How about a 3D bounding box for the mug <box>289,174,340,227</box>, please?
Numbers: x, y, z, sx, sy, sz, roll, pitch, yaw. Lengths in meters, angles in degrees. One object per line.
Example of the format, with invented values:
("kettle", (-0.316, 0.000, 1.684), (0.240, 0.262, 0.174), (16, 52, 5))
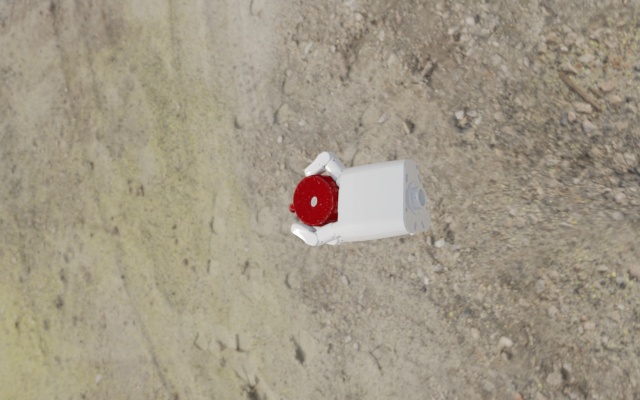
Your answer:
("mug", (-0.001, 0.003, 0.775), (0.117, 0.093, 0.081), (-10, -7, 34))
